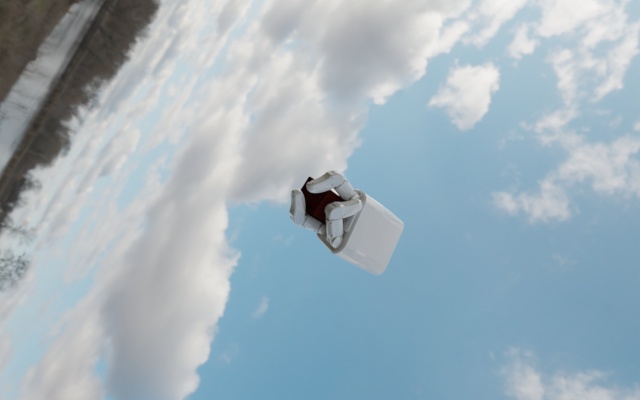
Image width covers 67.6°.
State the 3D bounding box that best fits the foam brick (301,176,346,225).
[{"bbox_3d":[0.000,0.002,0.807,0.051,0.053,0.078,31,5,-31],"label":"foam brick"}]
